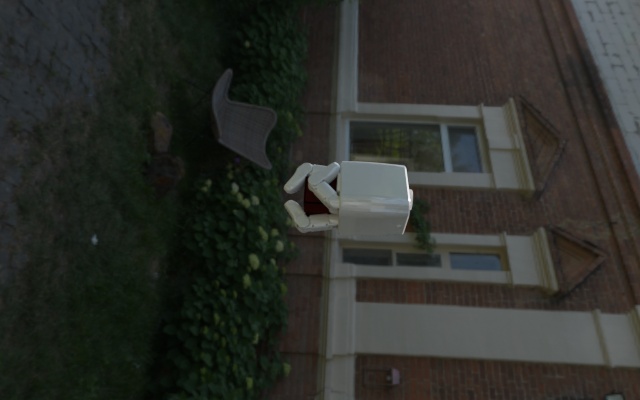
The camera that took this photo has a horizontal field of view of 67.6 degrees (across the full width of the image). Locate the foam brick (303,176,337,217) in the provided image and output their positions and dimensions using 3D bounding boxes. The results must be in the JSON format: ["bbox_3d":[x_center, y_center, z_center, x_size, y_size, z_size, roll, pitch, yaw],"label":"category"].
[{"bbox_3d":[0.000,0.003,0.786,0.051,0.053,0.078,2,-30,2],"label":"foam brick"}]
